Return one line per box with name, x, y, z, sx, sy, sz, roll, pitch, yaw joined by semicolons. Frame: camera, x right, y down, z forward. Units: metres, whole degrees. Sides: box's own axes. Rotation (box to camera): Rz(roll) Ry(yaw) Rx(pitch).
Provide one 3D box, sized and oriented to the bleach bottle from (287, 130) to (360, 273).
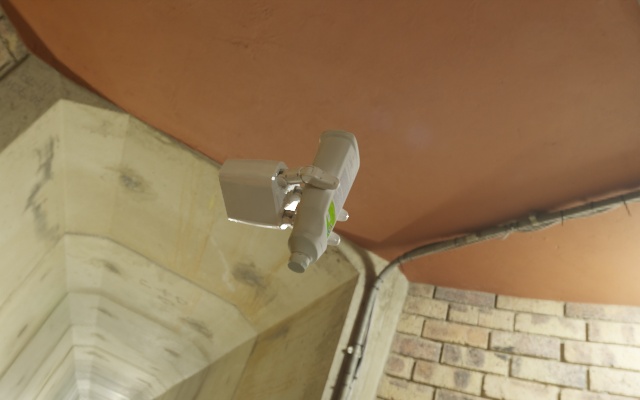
bleach bottle;0.000;0.003;0.783;0.068;0.250;0.103;7;-40;20
